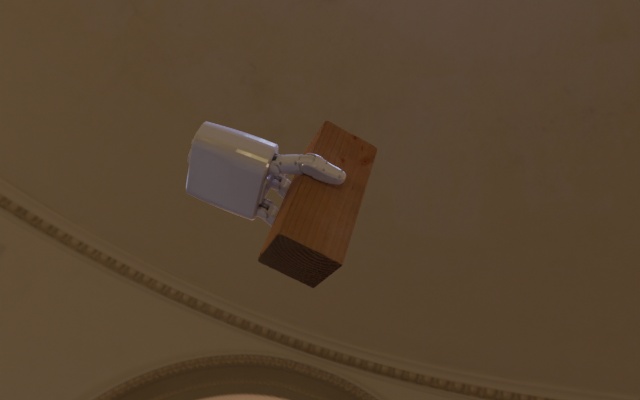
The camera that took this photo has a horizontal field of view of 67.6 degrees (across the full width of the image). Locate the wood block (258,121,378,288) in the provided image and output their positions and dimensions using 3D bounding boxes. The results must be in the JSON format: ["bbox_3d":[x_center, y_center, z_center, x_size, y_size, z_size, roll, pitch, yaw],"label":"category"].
[{"bbox_3d":[0.000,0.002,0.665,0.090,0.206,0.091,28,-37,-10],"label":"wood block"}]
